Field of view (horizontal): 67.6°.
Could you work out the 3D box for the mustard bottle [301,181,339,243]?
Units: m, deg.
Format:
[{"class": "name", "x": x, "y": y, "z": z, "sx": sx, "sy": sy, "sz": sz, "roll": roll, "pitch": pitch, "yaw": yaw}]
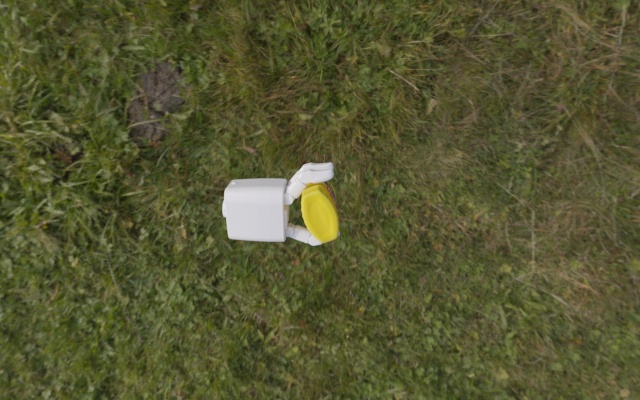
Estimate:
[{"class": "mustard bottle", "x": 0.000, "y": 0.003, "z": 0.893, "sx": 0.058, "sy": 0.096, "sz": 0.191, "roll": -22, "pitch": 15, "yaw": 6}]
